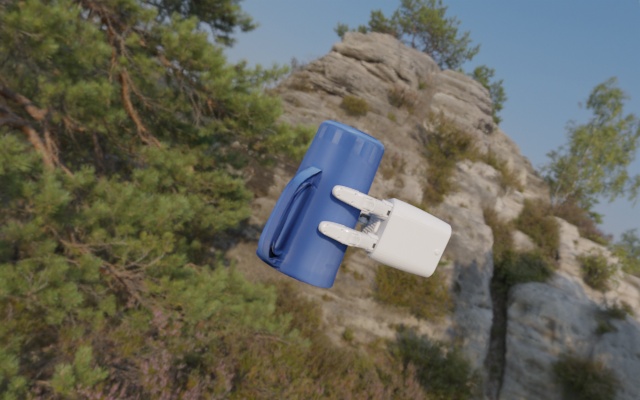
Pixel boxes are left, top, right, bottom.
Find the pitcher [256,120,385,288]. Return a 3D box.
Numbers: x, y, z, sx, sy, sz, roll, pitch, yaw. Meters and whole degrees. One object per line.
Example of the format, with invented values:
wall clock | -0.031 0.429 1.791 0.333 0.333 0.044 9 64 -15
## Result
pitcher | 0.000 0.002 0.739 0.145 0.243 0.149 23 4 -12
